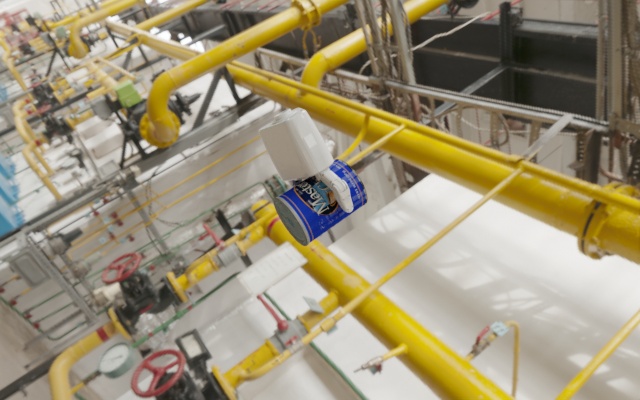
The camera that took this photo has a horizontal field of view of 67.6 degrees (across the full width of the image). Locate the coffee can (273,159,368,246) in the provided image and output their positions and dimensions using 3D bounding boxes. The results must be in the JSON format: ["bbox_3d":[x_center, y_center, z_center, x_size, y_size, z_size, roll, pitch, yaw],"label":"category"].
[{"bbox_3d":[0.000,0.003,0.875,0.140,0.103,0.103,-34,12,-18],"label":"coffee can"}]
